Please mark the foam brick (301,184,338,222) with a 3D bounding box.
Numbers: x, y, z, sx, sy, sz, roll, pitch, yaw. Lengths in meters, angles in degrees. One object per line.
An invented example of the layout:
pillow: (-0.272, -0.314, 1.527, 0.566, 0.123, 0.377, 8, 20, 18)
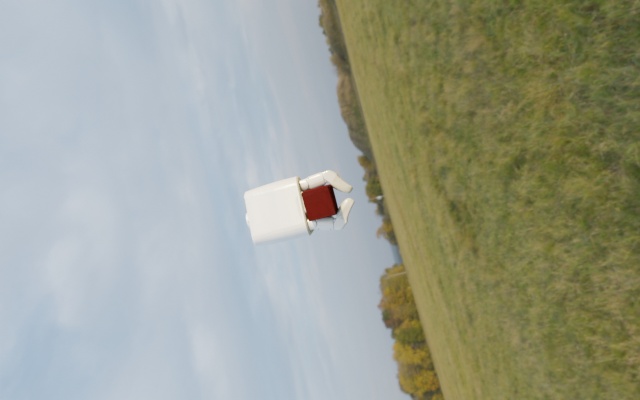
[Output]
foam brick: (0.000, 0.003, 0.855, 0.051, 0.053, 0.078, -14, 3, 6)
